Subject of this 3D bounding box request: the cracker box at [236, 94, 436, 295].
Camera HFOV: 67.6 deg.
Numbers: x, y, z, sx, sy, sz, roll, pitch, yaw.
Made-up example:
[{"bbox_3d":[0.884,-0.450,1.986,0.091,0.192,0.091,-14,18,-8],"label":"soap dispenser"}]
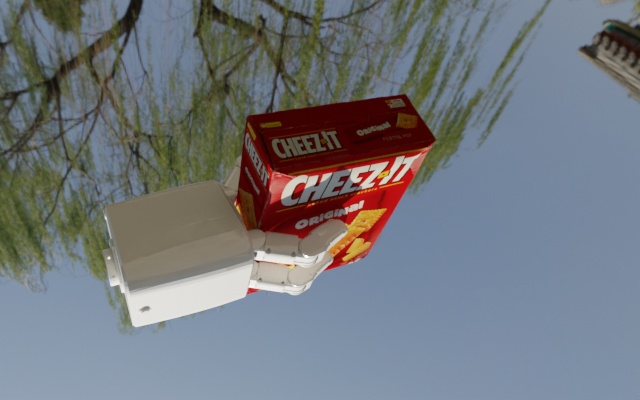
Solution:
[{"bbox_3d":[0.000,0.002,0.492,0.164,0.072,0.214,-13,-31,-25],"label":"cracker box"}]
